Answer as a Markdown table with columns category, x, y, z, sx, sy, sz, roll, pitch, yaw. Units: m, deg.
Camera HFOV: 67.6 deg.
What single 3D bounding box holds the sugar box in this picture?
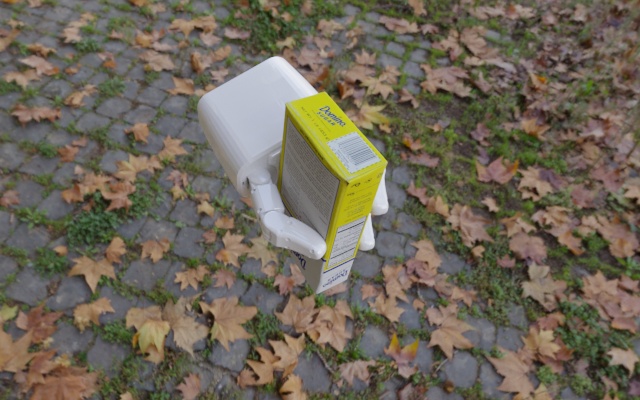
| category | x | y | z | sx | sy | sz | roll | pitch | yaw |
| --- | --- | --- | --- | --- | --- | --- | --- | --- | --- |
| sugar box | 0.000 | 0.001 | 0.435 | 0.048 | 0.093 | 0.176 | -23 | -31 | -22 |
